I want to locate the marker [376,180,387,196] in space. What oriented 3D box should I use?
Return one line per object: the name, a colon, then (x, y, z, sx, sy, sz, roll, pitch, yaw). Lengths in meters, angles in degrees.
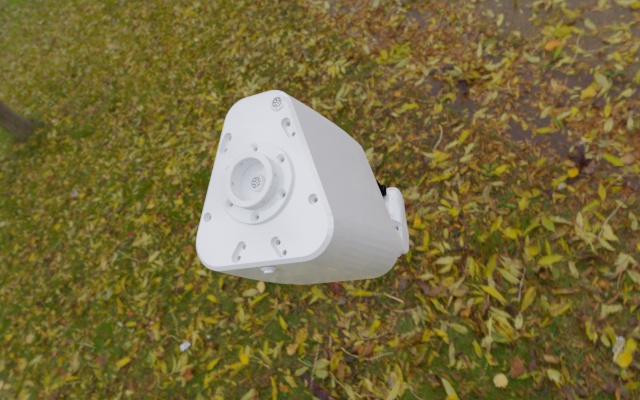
marker: (0.000, 0.001, 0.424, 0.121, 0.020, 0.020, -10, -4, 25)
